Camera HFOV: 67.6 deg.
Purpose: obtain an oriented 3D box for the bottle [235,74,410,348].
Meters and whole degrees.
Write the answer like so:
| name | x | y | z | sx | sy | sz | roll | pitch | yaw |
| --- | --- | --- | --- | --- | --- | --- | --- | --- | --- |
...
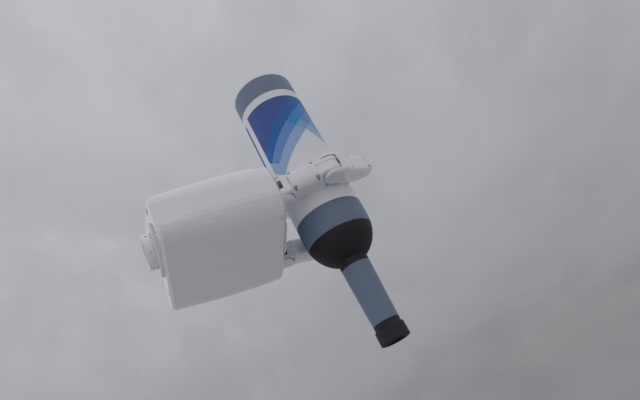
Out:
| name | x | y | z | sx | sy | sz | roll | pitch | yaw |
| --- | --- | --- | --- | --- | --- | --- | --- | --- | --- |
| bottle | 0.000 | 0.001 | 0.464 | 0.069 | 0.295 | 0.069 | -23 | -27 | -12 |
